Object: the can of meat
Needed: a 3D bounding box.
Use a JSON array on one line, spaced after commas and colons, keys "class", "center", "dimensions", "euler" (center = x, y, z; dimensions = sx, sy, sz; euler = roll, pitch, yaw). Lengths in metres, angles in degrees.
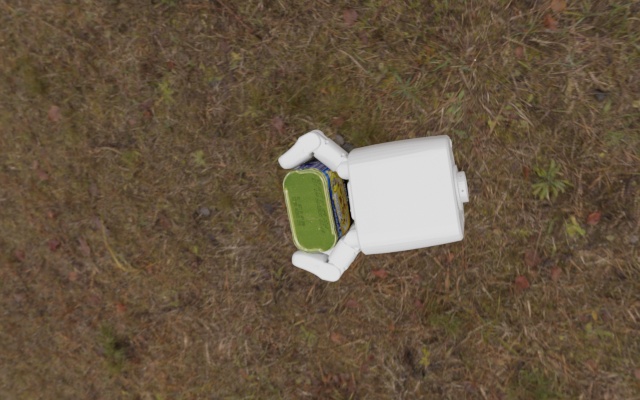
[{"class": "can of meat", "center": [0.000, 0.002, 0.557], "dimensions": [0.057, 0.102, 0.084], "euler": [-6, 14, 19]}]
